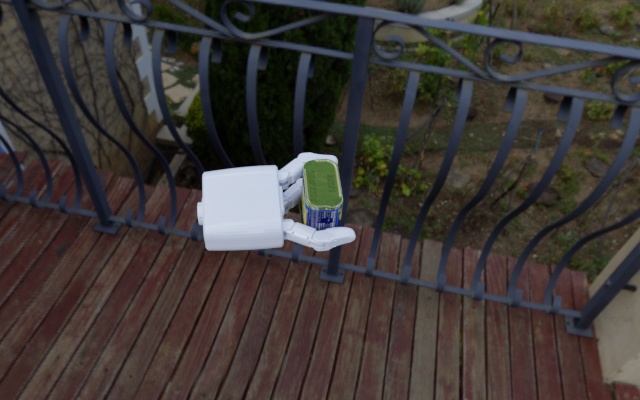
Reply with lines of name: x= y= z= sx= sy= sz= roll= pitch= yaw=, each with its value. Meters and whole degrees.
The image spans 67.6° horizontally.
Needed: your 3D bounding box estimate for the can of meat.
can of meat: x=0.000 y=0.002 z=0.689 sx=0.057 sy=0.102 sz=0.084 roll=-2 pitch=-43 yaw=-6
